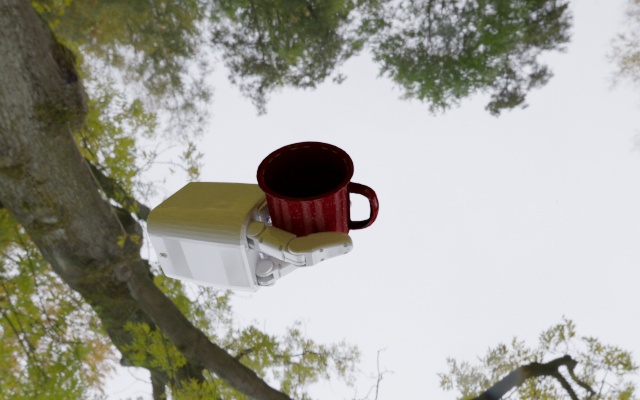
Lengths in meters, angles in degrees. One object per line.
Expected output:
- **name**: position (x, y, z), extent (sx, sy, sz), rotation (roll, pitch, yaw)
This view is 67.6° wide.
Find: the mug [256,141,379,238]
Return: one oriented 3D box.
- **mug**: position (0.002, 0.002, 0.471), extent (0.117, 0.082, 0.093), rotation (6, 42, 14)
